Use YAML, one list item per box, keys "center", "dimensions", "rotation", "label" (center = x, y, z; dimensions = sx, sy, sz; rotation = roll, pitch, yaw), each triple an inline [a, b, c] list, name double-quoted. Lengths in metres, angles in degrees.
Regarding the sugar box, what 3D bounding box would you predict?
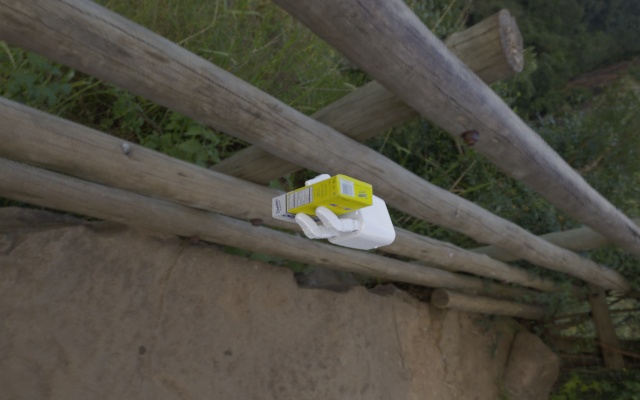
- center: [0.000, 0.003, 0.886]
  dimensions: [0.093, 0.048, 0.176]
  rotation: [16, -27, -42]
  label: "sugar box"
